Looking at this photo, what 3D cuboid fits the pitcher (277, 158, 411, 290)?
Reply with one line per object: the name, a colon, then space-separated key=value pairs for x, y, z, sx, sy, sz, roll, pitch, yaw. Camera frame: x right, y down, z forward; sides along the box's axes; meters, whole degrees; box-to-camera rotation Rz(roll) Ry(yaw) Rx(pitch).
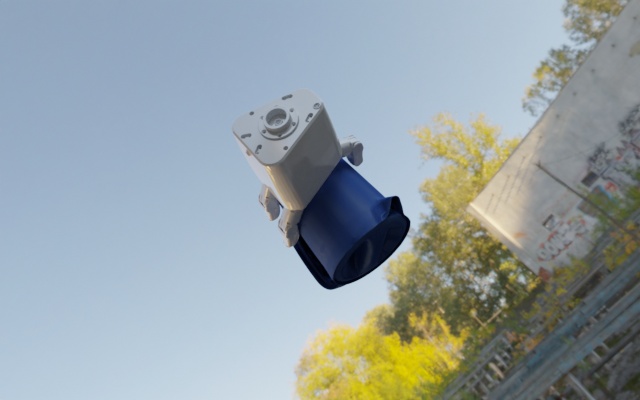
pitcher: x=0.000 y=0.002 z=0.703 sx=0.149 sy=0.242 sz=0.145 roll=-37 pitch=-29 yaw=-7
